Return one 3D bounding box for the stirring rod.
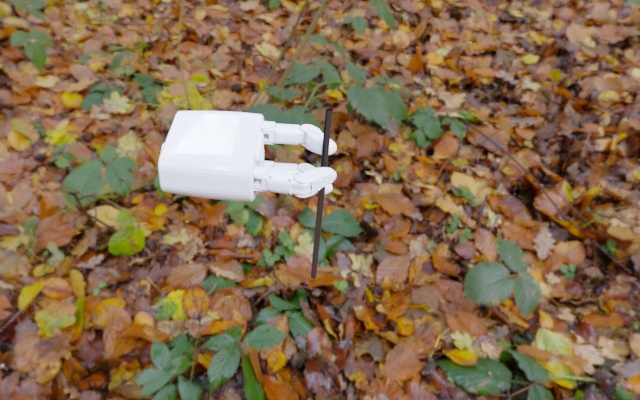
[{"bbox_3d":[0.000,0.002,0.592,0.011,0.240,0.011,4,31,-2],"label":"stirring rod"}]
